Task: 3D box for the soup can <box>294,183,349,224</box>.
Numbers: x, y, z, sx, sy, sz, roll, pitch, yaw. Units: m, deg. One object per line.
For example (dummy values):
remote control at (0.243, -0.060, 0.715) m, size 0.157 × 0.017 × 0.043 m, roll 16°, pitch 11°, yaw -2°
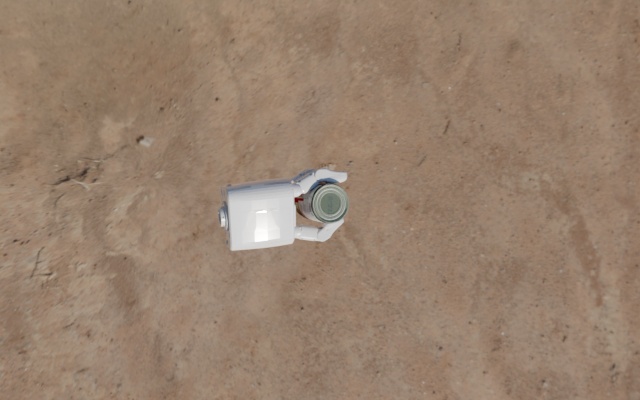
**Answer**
soup can at (0.001, 0.003, 0.823) m, size 0.068 × 0.068 × 0.102 m, roll 0°, pitch 3°, yaw -20°
